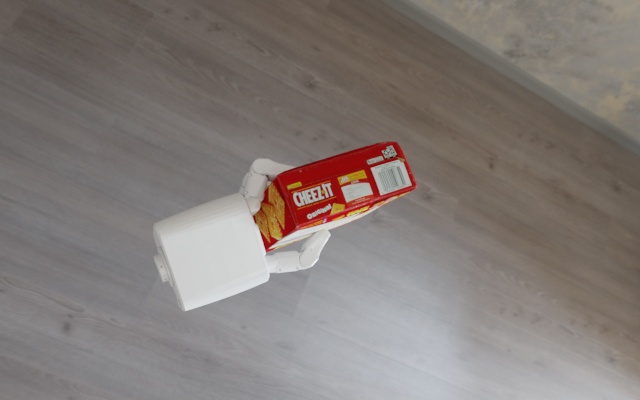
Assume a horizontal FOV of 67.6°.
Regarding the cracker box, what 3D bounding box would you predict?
[{"bbox_3d":[0.000,0.002,0.634,0.164,0.072,0.214,-18,-7,-22],"label":"cracker box"}]
